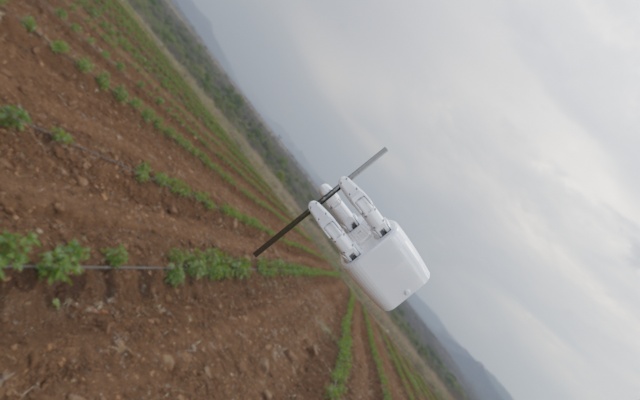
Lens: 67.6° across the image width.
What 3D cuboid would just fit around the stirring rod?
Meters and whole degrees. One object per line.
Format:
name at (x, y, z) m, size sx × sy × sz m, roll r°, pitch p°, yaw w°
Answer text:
stirring rod at (0.000, 0.002, 0.678) m, size 0.239 × 0.011 × 0.011 m, roll -39°, pitch 0°, yaw 0°
